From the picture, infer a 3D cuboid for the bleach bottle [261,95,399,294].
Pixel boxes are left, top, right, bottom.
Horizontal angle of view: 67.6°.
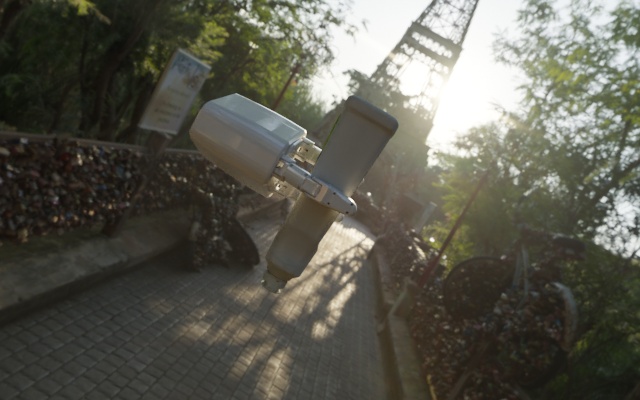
[{"bbox_3d":[0.000,0.002,0.574,0.068,0.251,0.102,31,6,1],"label":"bleach bottle"}]
